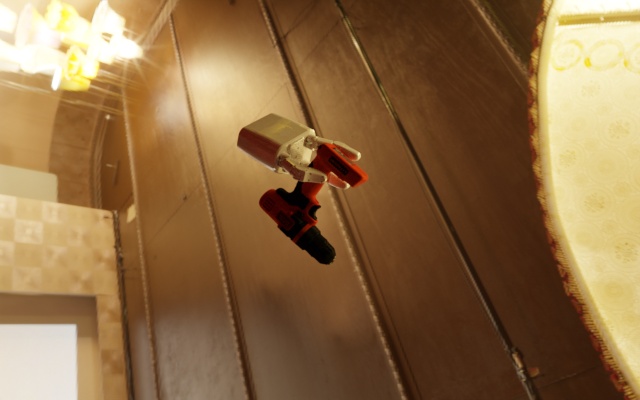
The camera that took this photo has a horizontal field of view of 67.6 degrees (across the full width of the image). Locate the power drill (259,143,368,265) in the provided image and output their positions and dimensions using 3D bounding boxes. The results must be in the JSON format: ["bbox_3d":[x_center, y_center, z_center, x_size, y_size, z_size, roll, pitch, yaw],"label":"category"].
[{"bbox_3d":[0.000,0.002,0.885,0.184,0.188,0.057,43,14,6],"label":"power drill"}]
